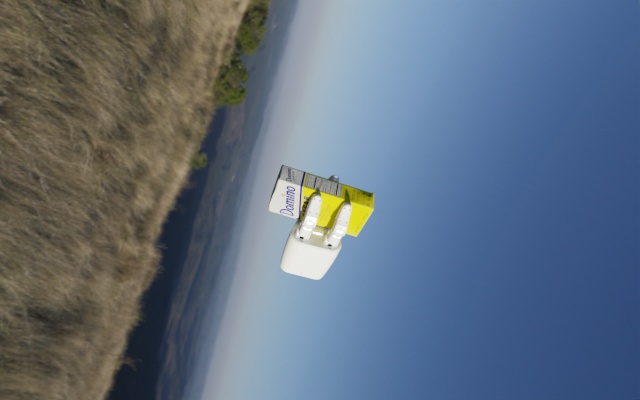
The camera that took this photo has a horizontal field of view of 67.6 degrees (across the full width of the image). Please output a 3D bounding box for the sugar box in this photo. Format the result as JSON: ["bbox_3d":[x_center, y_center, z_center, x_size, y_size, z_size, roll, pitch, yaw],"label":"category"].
[{"bbox_3d":[0.000,0.003,0.866,0.176,0.048,0.093,15,-41,-9],"label":"sugar box"}]
